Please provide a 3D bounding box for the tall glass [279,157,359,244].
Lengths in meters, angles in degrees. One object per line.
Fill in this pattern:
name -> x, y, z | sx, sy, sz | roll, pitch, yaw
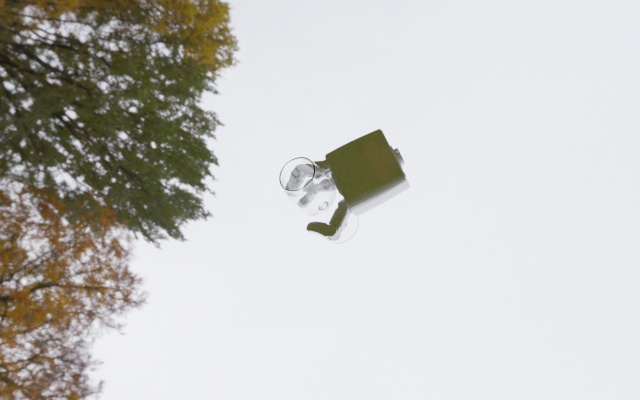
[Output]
tall glass -> 0.000, 0.003, 0.819 | 0.079, 0.079, 0.201 | 0, -26, 25
